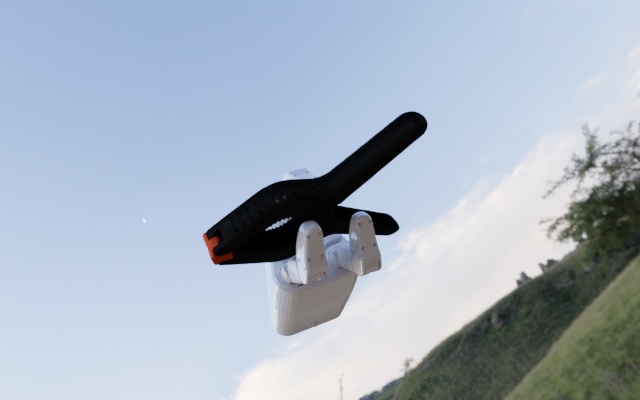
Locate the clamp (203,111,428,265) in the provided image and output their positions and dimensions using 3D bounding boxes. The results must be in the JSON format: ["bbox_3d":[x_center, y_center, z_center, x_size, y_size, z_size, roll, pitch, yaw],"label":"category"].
[{"bbox_3d":[-0.001,0.001,0.429,0.210,0.036,0.165,-15,-38,-22],"label":"clamp"}]
